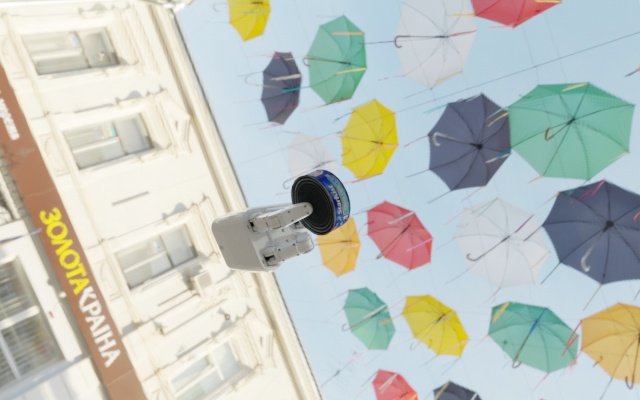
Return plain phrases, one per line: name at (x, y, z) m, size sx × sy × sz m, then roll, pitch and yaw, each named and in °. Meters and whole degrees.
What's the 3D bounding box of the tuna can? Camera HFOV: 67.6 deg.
tuna can at (0.001, 0.002, 0.646) m, size 0.033 × 0.086 × 0.086 m, roll -25°, pitch 16°, yaw -37°
